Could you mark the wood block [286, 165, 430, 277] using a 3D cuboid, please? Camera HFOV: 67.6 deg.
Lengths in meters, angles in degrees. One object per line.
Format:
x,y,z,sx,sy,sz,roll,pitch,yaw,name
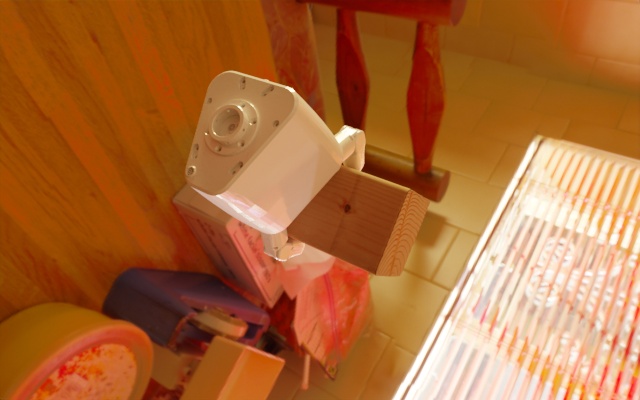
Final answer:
0.000,0.002,0.529,0.206,0.091,0.090,22,2,27,wood block
